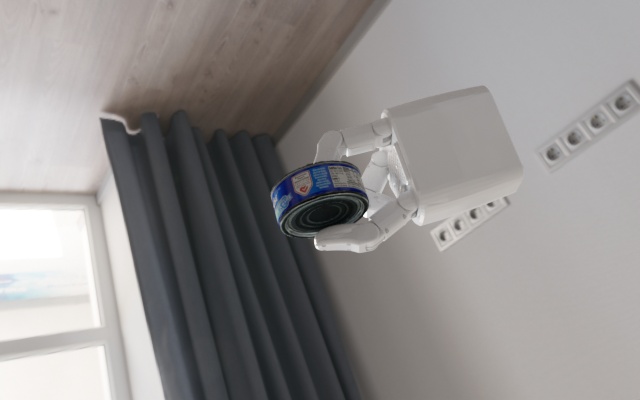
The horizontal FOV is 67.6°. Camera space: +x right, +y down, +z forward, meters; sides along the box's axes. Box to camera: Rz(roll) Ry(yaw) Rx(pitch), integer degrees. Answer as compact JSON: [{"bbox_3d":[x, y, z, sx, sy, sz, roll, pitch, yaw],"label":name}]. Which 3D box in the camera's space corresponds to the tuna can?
[{"bbox_3d":[0.000,0.002,0.434,0.086,0.033,0.086,-13,-27,-7],"label":"tuna can"}]
